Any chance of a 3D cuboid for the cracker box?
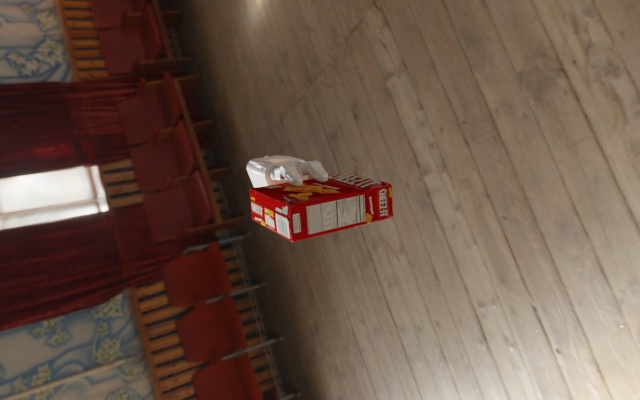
[{"bbox_3d":[0.000,0.003,0.881,0.213,0.072,0.164,-12,17,-29],"label":"cracker box"}]
